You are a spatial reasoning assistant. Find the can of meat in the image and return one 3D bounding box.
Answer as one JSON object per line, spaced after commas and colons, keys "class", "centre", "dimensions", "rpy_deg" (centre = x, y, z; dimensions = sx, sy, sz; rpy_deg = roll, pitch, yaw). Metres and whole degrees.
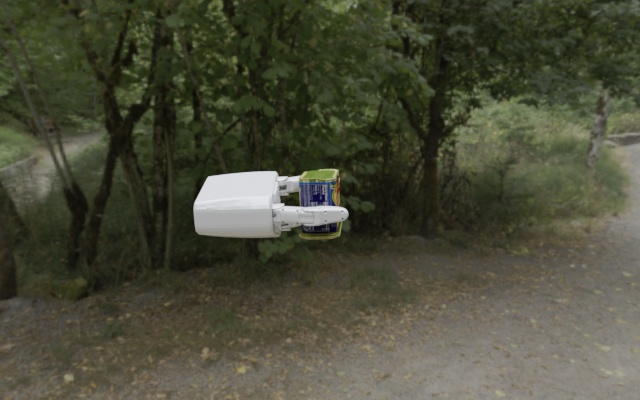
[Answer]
{"class": "can of meat", "centre": [0.000, 0.002, 0.689], "dimensions": [0.057, 0.084, 0.102], "rpy_deg": [-2, 11, 6]}
